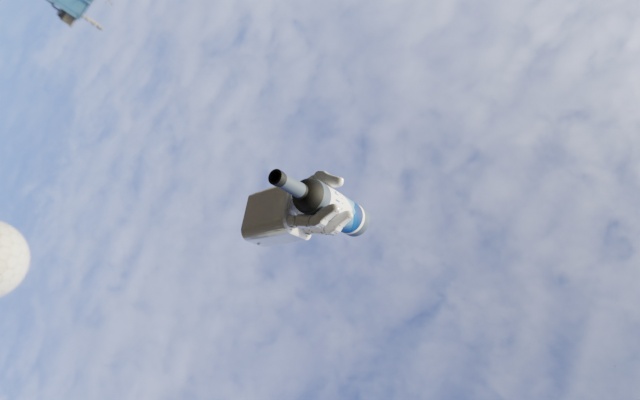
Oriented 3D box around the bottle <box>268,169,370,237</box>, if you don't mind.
[{"bbox_3d":[0.000,0.003,0.891,0.069,0.069,0.296,0,-16,32],"label":"bottle"}]
